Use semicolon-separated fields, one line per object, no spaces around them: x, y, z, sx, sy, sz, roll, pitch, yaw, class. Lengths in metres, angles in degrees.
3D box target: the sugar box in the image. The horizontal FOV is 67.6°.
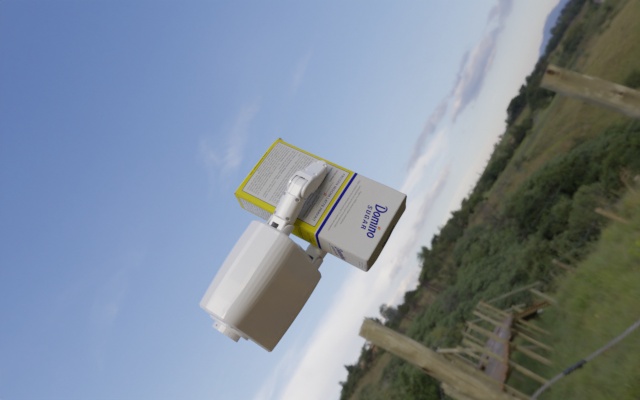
0.000;0.002;0.552;0.176;0.093;0.048;27;-22;18;sugar box
